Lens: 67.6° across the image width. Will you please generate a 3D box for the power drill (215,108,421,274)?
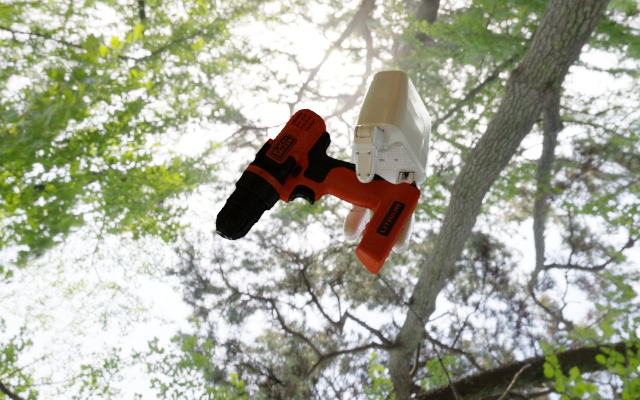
[{"bbox_3d":[0.001,0.002,0.531,0.187,0.184,0.057,31,-18,12],"label":"power drill"}]
